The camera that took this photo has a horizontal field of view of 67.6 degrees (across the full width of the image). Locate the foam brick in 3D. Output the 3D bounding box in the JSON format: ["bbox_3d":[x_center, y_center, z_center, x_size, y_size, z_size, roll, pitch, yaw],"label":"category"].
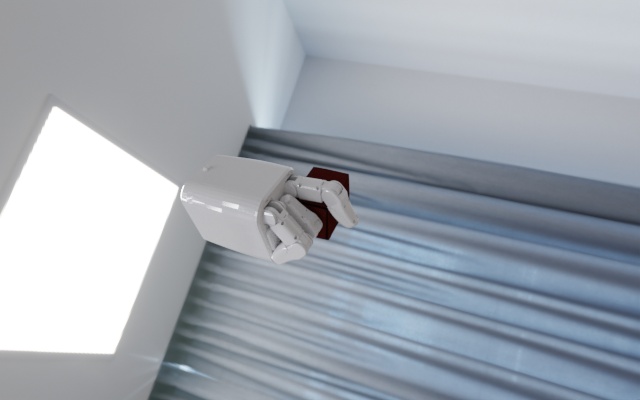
[{"bbox_3d":[0.000,0.002,0.601,0.051,0.053,0.078,13,39,18],"label":"foam brick"}]
